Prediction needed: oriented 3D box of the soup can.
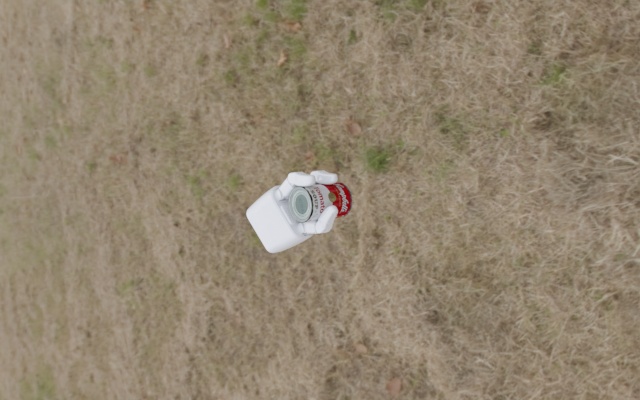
[{"bbox_3d":[0.000,0.003,0.887,0.102,0.068,0.068,-6,4,-42],"label":"soup can"}]
